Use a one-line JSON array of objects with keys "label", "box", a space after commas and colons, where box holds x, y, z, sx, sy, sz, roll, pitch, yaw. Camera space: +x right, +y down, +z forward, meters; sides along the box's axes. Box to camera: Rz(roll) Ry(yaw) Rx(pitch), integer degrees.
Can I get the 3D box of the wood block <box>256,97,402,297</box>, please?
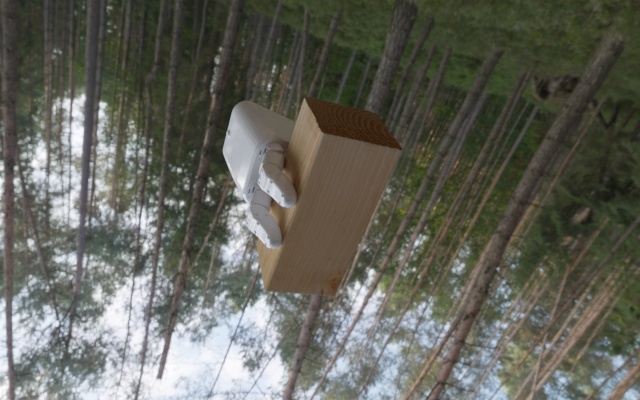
[{"label": "wood block", "box": [0.000, 0.002, 0.544, 0.091, 0.206, 0.090, 8, 32, -21]}]
